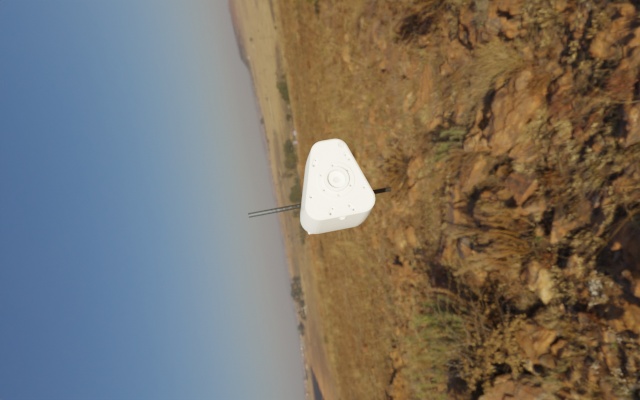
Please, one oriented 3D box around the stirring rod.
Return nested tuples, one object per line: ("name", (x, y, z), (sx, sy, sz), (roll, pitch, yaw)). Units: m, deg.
("stirring rod", (0.000, 0.003, 0.792), (0.239, 0.011, 0.011), (-11, 1, -6))
